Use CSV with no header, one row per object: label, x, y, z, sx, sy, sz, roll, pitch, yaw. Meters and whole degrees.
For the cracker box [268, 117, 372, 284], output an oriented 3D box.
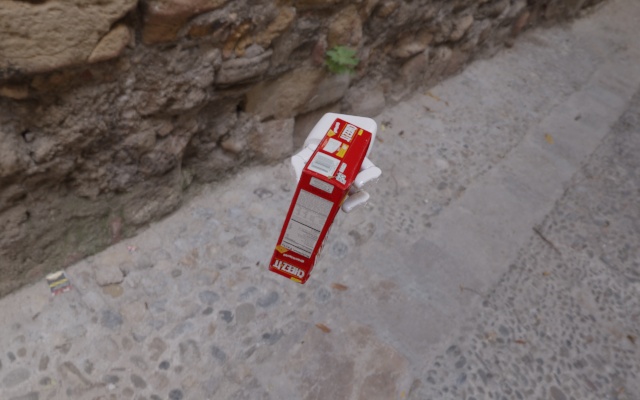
cracker box,0.000,0.002,0.749,0.072,0.214,0.164,24,40,3
